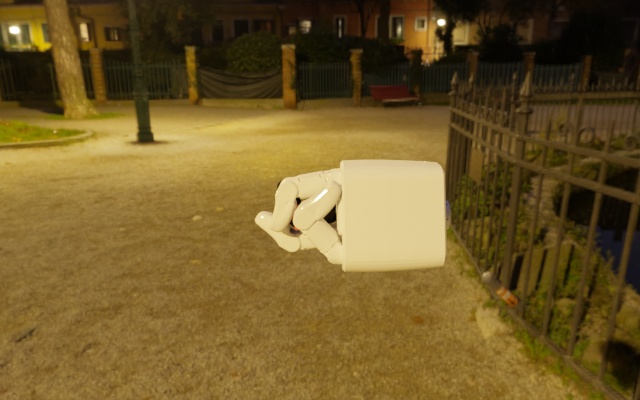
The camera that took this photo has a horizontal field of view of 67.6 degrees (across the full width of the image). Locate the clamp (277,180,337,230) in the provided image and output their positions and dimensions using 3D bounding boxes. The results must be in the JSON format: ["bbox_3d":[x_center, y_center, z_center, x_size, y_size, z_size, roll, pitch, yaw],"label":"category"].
[{"bbox_3d":[0.000,0.001,0.599,0.120,0.039,0.171,-1,15,0],"label":"clamp"}]
